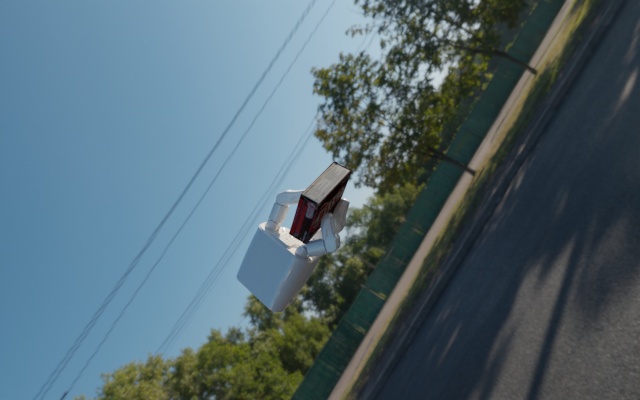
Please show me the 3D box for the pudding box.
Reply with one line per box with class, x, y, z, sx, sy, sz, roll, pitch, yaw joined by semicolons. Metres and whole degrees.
pudding box;0.000;0.002;0.755;0.039;0.090;0.113;30;43;10
